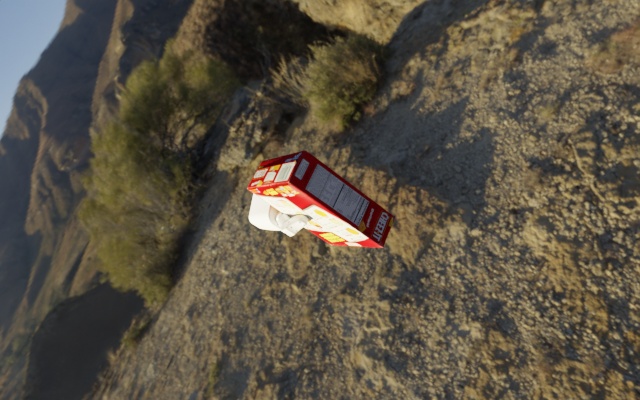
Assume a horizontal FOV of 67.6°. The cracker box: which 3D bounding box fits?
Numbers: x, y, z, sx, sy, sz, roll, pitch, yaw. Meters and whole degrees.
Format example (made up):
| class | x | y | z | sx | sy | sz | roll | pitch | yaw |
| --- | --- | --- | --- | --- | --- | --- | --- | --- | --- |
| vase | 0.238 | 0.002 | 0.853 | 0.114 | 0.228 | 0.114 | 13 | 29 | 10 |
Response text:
| class | x | y | z | sx | sy | sz | roll | pitch | yaw |
| --- | --- | --- | --- | --- | --- | --- | --- | --- | --- |
| cracker box | 0.000 | 0.003 | 0.845 | 0.214 | 0.072 | 0.164 | 35 | -20 | -26 |
